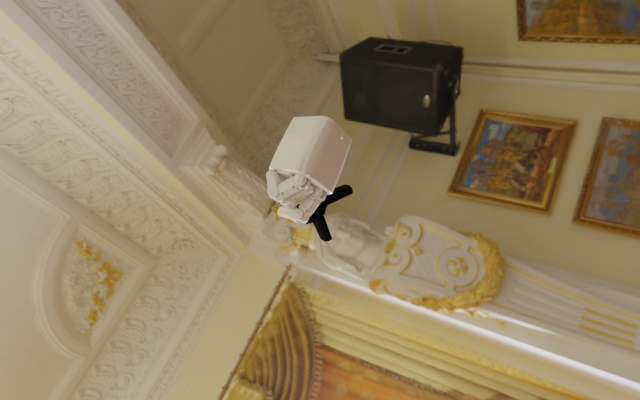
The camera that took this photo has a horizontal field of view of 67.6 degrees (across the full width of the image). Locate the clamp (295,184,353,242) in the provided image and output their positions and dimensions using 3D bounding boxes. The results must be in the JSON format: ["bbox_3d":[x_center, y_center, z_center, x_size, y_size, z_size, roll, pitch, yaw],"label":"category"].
[{"bbox_3d":[0.000,0.003,0.895,0.039,0.120,0.171,19,-10,33],"label":"clamp"}]
